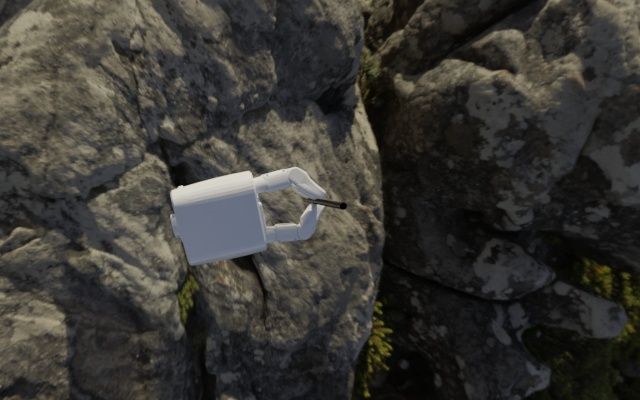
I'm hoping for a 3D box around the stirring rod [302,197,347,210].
[{"bbox_3d":[0.000,0.002,0.622,0.011,0.011,0.239,0,2,-12],"label":"stirring rod"}]
